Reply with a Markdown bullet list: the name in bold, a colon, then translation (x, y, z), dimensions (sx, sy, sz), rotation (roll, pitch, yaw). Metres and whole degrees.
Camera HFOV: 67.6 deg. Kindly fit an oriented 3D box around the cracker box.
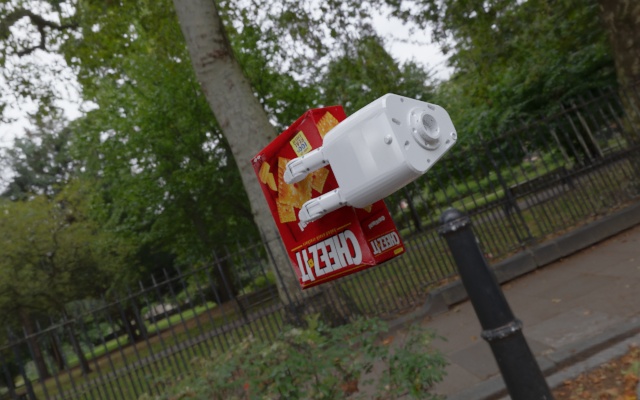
- **cracker box**: translation (0.000, 0.002, 0.664), dimensions (0.072, 0.213, 0.164), rotation (-17, -8, -41)
